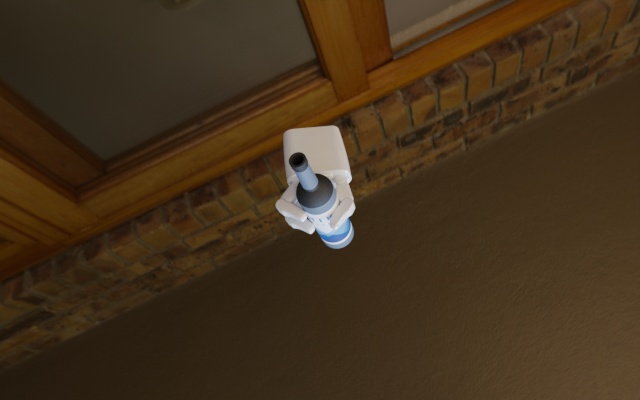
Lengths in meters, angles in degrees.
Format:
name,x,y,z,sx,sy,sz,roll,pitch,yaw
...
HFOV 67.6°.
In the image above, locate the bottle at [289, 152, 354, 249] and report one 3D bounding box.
name,x,y,z,sx,sy,sz,roll,pitch,yaw
bottle,0.000,0.003,0.841,0.069,0.069,0.296,0,-26,15
